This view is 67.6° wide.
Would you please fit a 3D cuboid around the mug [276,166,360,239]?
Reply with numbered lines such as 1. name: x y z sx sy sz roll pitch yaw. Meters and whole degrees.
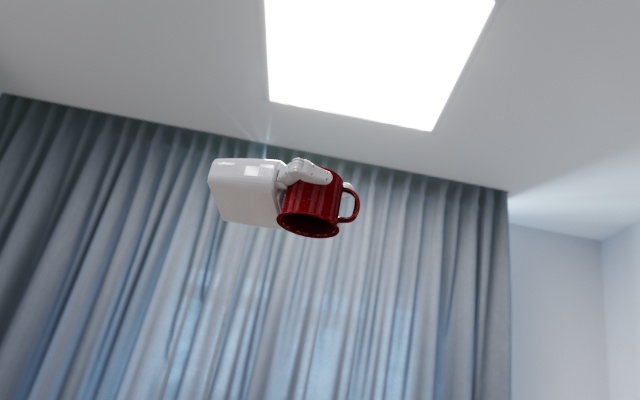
1. mug: 0.002 0.002 0.701 0.117 0.081 0.093 5 -25 14
